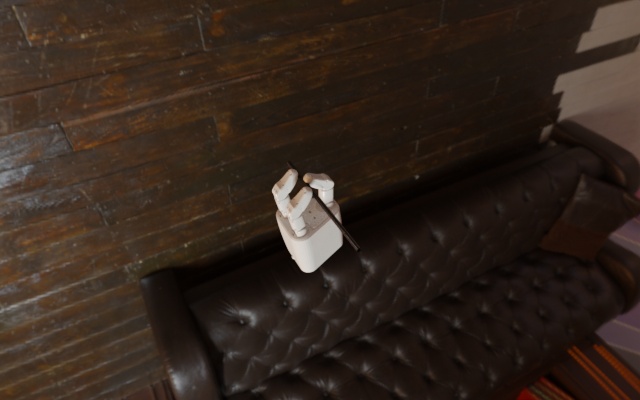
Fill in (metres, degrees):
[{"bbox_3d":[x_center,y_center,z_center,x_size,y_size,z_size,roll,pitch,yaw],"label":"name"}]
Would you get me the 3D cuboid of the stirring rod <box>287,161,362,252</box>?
[{"bbox_3d":[0.000,0.003,0.784,0.011,0.011,0.239,0,36,-36],"label":"stirring rod"}]
